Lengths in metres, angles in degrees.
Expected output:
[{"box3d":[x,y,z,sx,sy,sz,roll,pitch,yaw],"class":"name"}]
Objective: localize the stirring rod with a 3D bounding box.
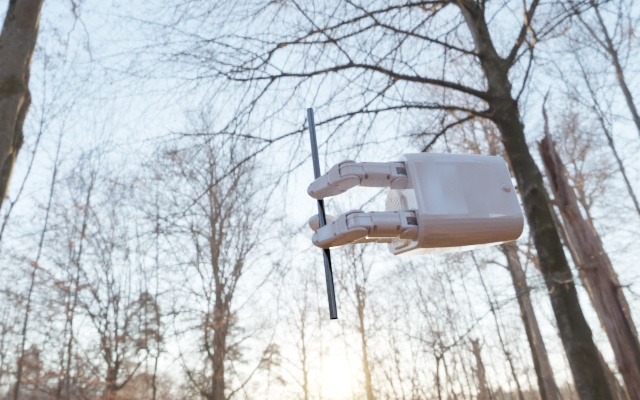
[{"box3d":[0.000,0.002,0.487,0.011,0.239,0.011,-5,-28,-3],"class":"stirring rod"}]
